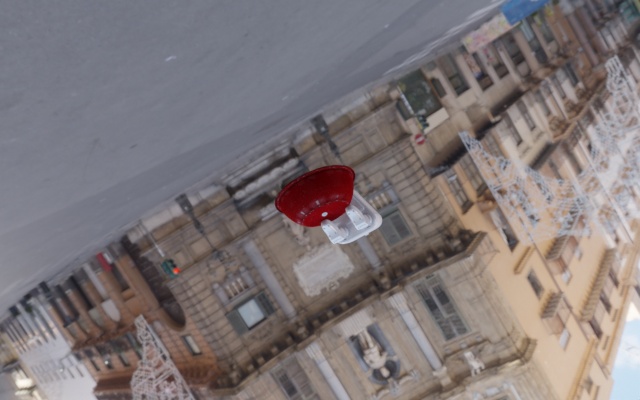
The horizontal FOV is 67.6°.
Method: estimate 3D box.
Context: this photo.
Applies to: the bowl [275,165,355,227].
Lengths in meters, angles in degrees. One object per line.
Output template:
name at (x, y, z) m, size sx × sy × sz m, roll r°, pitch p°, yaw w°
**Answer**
bowl at (0.000, 0.003, 0.879) m, size 0.162 × 0.055 × 0.162 m, roll -20°, pitch -24°, yaw -9°
